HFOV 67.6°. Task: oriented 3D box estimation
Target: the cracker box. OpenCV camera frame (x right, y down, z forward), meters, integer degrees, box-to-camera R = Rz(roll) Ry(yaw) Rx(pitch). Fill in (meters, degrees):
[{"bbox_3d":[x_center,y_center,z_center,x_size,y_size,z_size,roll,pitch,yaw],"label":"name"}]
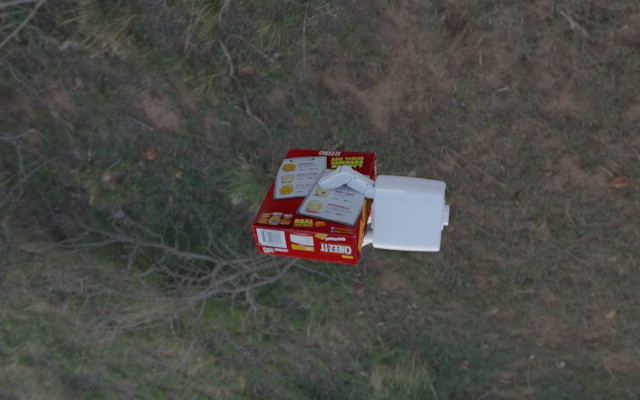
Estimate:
[{"bbox_3d":[0.000,0.003,0.799,0.164,0.072,0.213,5,40,13],"label":"cracker box"}]
